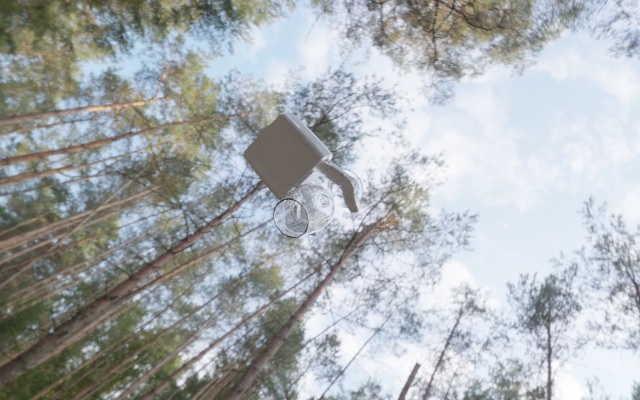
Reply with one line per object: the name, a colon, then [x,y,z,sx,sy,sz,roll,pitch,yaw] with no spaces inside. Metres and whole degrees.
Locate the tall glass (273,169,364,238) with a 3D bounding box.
tall glass: [0.001,0.002,0.795,0.079,0.079,0.201,0,14,27]
